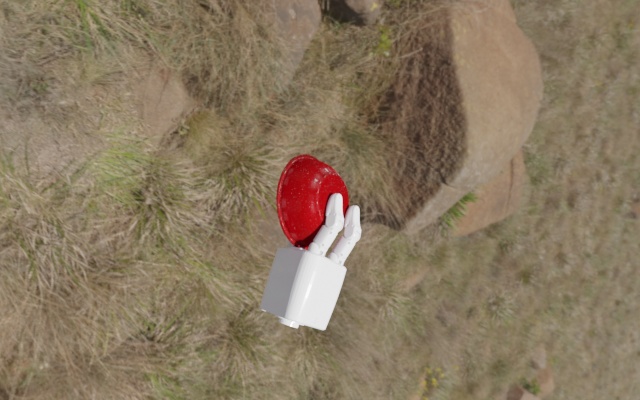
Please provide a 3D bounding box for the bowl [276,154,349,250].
[{"bbox_3d":[0.001,0.001,0.780,0.055,0.162,0.162,-4,-2,36],"label":"bowl"}]
